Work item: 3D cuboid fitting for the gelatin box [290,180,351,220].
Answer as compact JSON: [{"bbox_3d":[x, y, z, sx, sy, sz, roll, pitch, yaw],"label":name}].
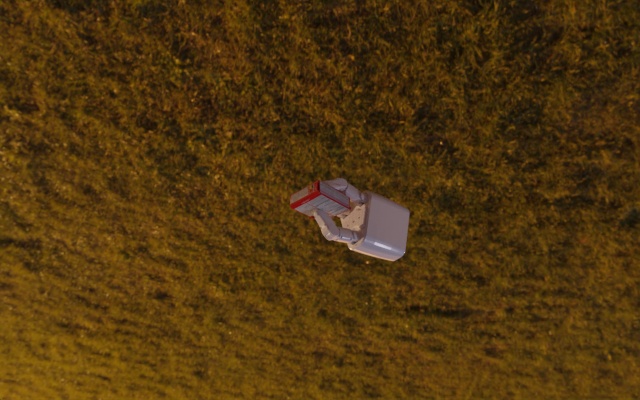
[{"bbox_3d":[0.000,0.003,0.873,0.073,0.030,0.089,-27,-37,35],"label":"gelatin box"}]
